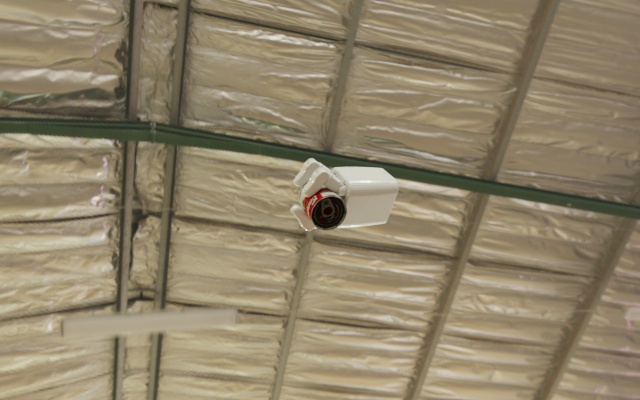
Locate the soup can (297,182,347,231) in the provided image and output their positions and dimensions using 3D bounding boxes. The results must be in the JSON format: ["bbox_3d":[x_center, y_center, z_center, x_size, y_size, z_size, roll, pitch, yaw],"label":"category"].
[{"bbox_3d":[0.000,0.003,0.895,0.068,0.068,0.102,0,24,-20],"label":"soup can"}]
